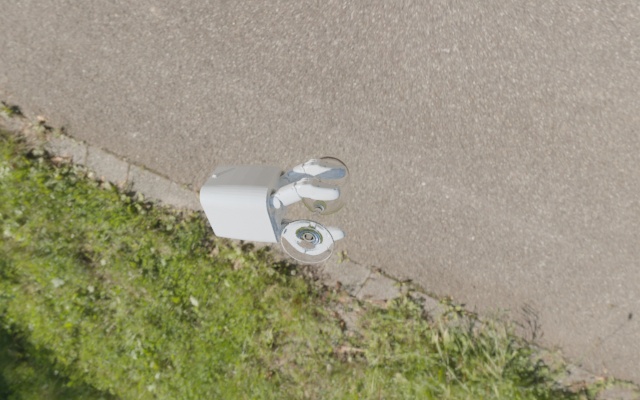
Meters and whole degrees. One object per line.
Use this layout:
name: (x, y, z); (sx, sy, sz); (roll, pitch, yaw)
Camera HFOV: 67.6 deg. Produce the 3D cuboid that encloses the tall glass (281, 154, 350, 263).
tall glass: (0.000, 0.003, 0.724); (0.079, 0.079, 0.201); (0, 33, 13)
